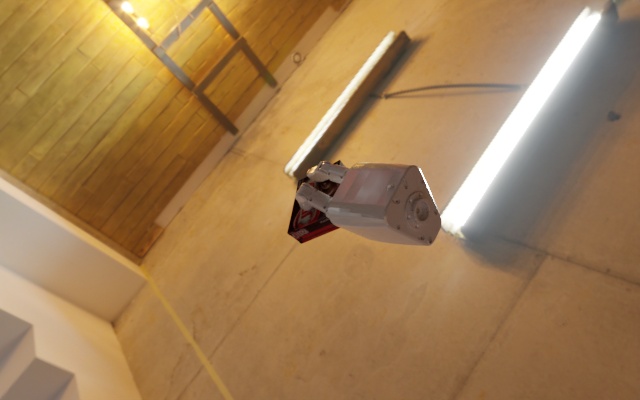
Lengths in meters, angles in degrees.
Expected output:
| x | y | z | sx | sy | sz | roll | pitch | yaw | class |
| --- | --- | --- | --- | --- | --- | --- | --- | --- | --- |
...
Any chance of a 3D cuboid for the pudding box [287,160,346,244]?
| x | y | z | sx | sy | sz | roll | pitch | yaw | class |
| --- | --- | --- | --- | --- | --- | --- | --- | --- | --- |
| 0.000 | 0.002 | 0.735 | 0.090 | 0.113 | 0.039 | -24 | -53 | 33 | pudding box |
